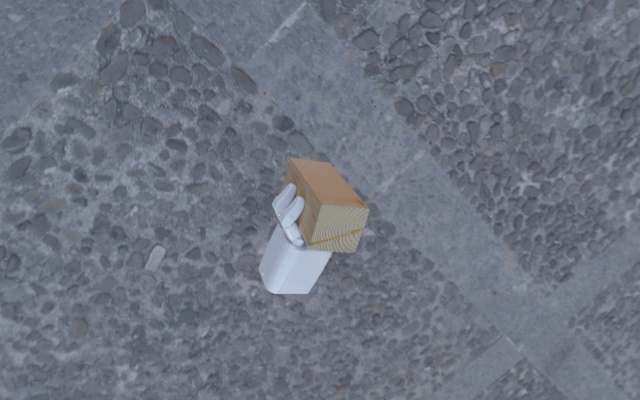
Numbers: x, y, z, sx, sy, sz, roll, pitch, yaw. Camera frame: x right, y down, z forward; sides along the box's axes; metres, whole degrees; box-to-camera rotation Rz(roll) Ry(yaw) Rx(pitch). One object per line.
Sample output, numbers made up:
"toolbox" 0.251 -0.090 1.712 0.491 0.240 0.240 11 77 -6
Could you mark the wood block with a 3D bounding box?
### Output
"wood block" 0.000 0.003 0.886 0.091 0.090 0.206 6 24 -23
